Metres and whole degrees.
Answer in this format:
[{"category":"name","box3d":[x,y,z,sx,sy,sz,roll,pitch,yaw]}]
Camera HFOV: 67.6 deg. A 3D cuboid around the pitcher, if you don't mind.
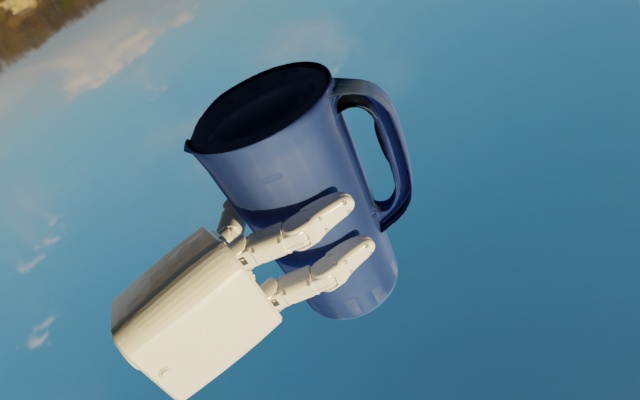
[{"category":"pitcher","box3d":[0.000,0.002,0.454,0.145,0.243,0.149,-40,37,-17]}]
